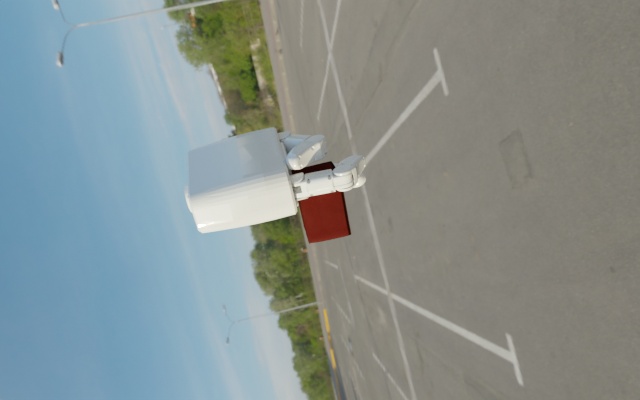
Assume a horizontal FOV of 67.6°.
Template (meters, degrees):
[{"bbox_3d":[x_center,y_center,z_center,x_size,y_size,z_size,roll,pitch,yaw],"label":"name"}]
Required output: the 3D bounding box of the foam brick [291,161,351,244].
[{"bbox_3d":[0.000,0.002,0.558,0.051,0.078,0.053,-14,25,-5],"label":"foam brick"}]
